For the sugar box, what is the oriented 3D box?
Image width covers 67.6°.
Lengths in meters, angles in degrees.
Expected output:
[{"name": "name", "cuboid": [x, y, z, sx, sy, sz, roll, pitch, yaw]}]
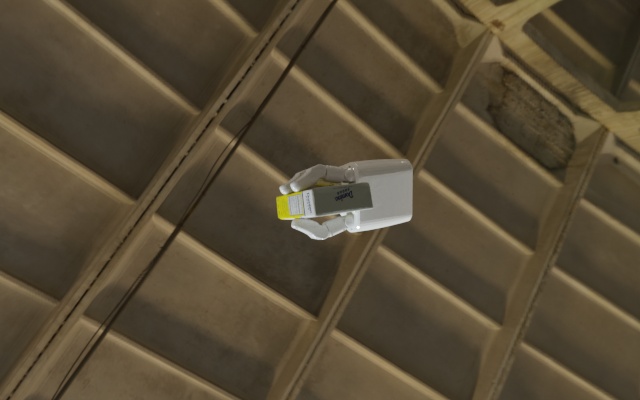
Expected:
[{"name": "sugar box", "cuboid": [0.000, 0.002, 0.746, 0.093, 0.048, 0.176, -7, -3, -23]}]
